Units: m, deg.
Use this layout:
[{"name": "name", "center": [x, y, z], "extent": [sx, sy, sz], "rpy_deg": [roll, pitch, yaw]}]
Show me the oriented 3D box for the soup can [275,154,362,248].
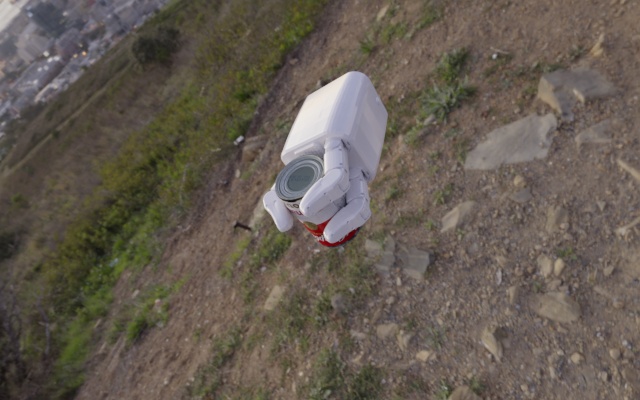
[{"name": "soup can", "center": [0.000, 0.002, 0.567], "extent": [0.068, 0.068, 0.102], "rpy_deg": [0, -35, 35]}]
